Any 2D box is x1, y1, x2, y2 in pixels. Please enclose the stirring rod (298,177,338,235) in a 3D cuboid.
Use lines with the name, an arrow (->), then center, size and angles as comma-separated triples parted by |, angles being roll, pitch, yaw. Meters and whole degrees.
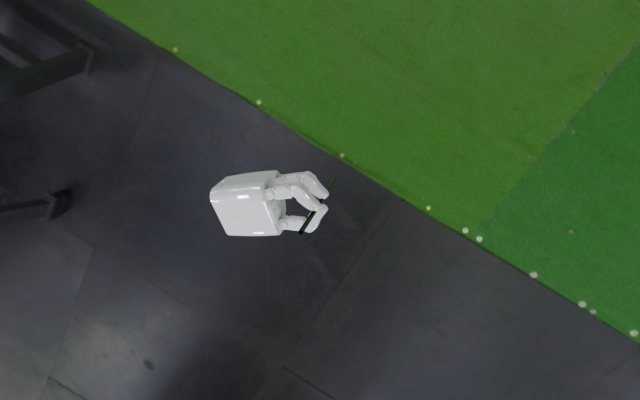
stirring rod -> 0.000, 0.003, 0.850 | 0.011, 0.011, 0.239 | 0, 23, 16
